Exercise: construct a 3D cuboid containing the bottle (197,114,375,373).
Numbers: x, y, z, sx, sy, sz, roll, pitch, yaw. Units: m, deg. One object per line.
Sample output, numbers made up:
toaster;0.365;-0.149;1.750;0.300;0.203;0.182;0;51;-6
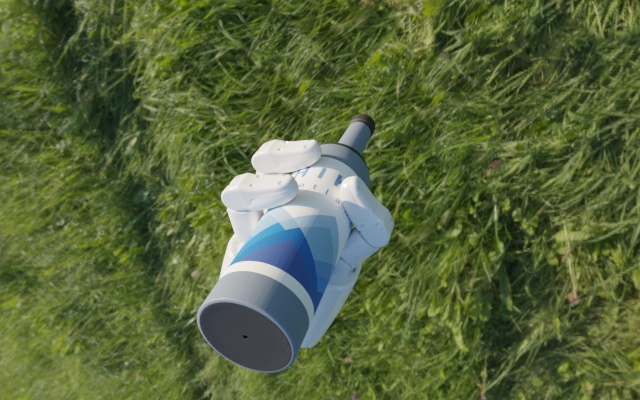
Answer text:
bottle;0.000;0.001;0.403;0.069;0.069;0.295;0;34;22
